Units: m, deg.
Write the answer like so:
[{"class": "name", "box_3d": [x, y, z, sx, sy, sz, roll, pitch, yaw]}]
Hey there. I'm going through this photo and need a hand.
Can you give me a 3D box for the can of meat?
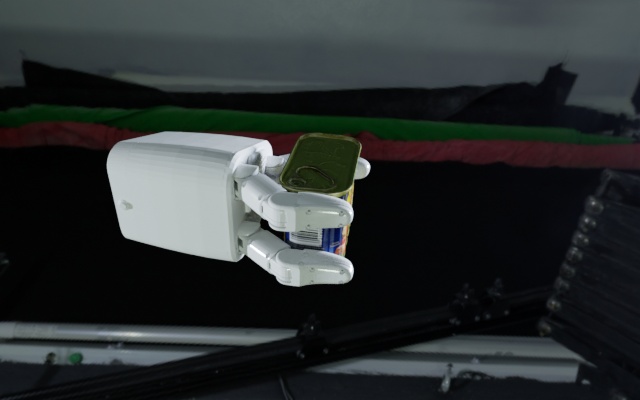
[{"class": "can of meat", "box_3d": [0.000, 0.002, 0.413, 0.057, 0.084, 0.102, 7, 33, 6]}]
